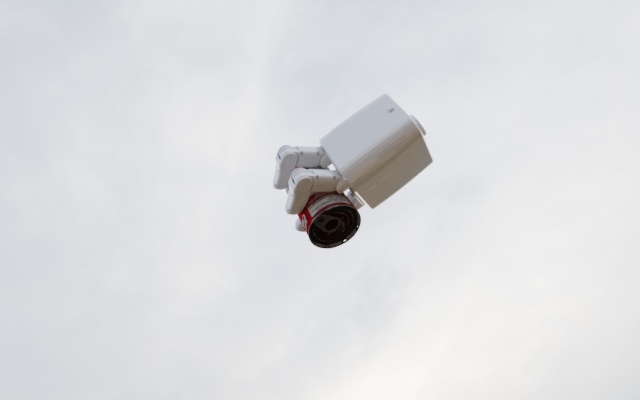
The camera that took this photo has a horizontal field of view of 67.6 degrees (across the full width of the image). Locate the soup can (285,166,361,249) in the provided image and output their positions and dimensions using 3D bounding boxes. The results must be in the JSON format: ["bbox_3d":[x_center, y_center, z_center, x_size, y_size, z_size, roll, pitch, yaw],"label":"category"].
[{"bbox_3d":[0.000,0.002,0.606,0.068,0.068,0.102,0,37,-26],"label":"soup can"}]
